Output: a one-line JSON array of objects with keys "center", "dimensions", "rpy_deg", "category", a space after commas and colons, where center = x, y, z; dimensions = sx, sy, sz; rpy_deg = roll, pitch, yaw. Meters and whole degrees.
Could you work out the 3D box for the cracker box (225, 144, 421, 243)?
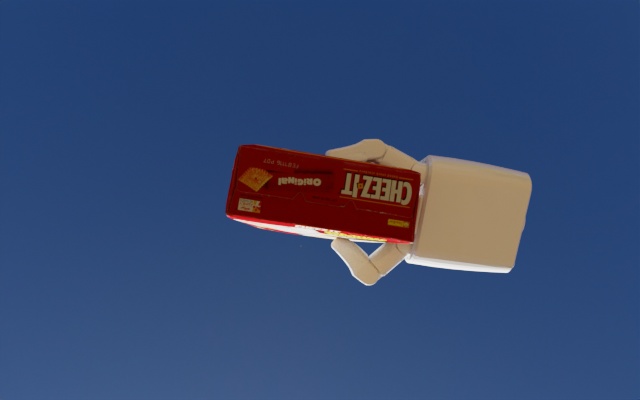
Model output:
[{"center": [0.000, 0.002, 0.510], "dimensions": [0.164, 0.072, 0.214], "rpy_deg": [8, -6, -2], "category": "cracker box"}]
